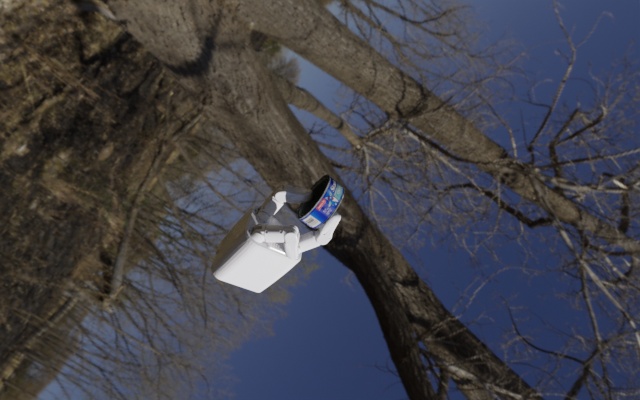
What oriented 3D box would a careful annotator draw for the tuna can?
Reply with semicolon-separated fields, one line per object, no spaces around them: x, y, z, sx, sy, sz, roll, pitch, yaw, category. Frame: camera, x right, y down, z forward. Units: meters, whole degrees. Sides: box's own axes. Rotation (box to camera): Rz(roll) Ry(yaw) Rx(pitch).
0.001;0.003;0.767;0.034;0.086;0.086;36;-11;-16;tuna can
